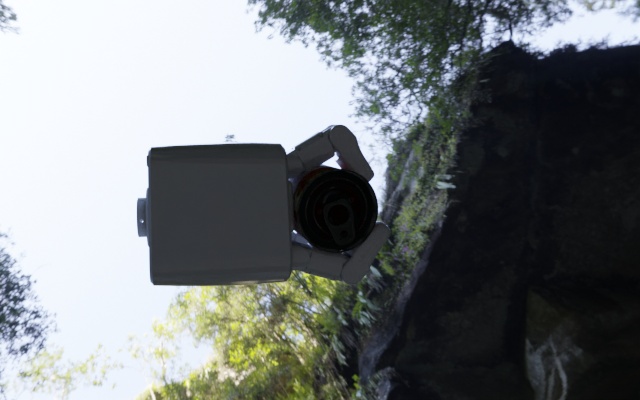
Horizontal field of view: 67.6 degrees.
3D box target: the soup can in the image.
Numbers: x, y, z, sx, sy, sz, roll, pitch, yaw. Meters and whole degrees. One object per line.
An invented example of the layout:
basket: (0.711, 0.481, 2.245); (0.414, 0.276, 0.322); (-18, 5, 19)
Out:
soup can: (0.000, 0.001, 0.424); (0.068, 0.068, 0.102); (0, 9, -17)
